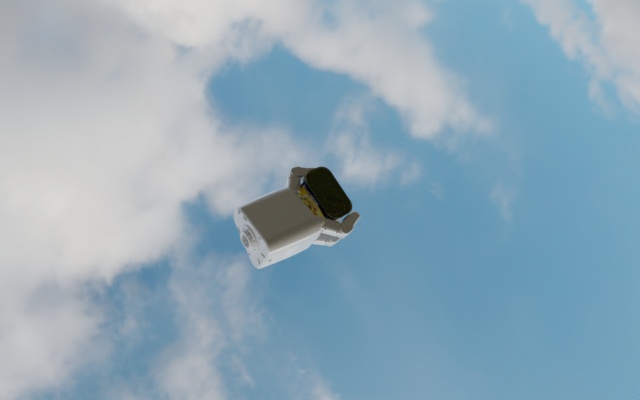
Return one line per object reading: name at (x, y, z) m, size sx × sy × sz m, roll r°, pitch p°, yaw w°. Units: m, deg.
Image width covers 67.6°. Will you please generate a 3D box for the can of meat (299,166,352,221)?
can of meat at (0.000, 0.003, 0.881) m, size 0.057 × 0.102 × 0.084 m, roll -26°, pitch -14°, yaw -33°
